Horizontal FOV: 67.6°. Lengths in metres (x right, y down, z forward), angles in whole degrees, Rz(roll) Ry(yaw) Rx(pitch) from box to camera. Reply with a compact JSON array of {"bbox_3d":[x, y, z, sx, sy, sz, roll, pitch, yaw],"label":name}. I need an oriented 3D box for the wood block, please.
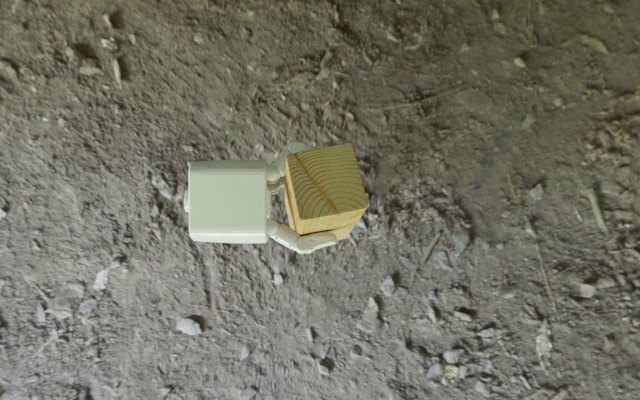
[{"bbox_3d":[0.000,0.003,0.696,0.090,0.090,0.206,-11,-14,-7],"label":"wood block"}]
